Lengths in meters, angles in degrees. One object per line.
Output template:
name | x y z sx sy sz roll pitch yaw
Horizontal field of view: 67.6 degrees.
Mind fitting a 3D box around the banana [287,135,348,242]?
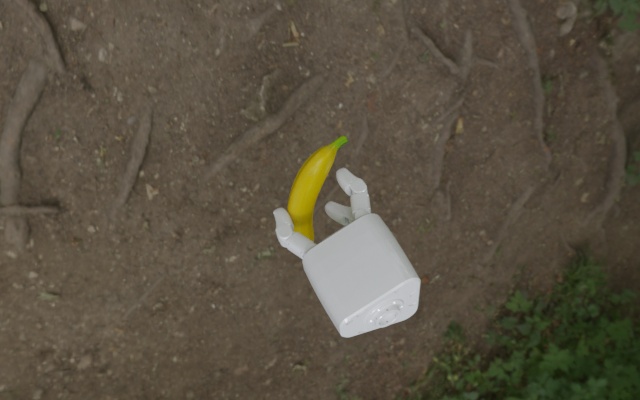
banana | -0.015 0.001 0.662 0.069 0.198 0.037 -7 44 -32
